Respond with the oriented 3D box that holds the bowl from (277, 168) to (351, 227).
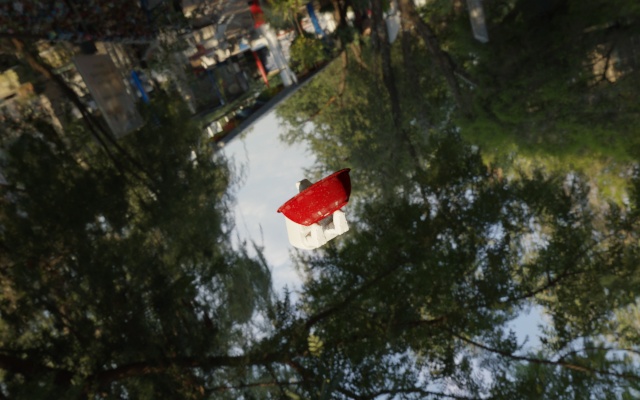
[{"bbox_3d":[0.000,0.003,0.899,0.162,0.055,0.162,-30,-6,-3],"label":"bowl"}]
